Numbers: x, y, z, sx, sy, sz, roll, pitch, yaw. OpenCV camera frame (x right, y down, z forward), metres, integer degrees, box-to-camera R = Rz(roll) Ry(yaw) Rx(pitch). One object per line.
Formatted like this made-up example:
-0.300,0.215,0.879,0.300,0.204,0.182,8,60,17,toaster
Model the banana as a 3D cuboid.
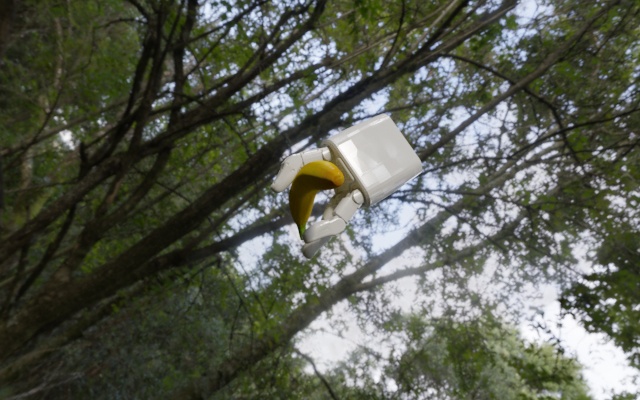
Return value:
-0.010,-0.012,0.630,0.037,0.069,0.198,-27,-15,-22,banana
